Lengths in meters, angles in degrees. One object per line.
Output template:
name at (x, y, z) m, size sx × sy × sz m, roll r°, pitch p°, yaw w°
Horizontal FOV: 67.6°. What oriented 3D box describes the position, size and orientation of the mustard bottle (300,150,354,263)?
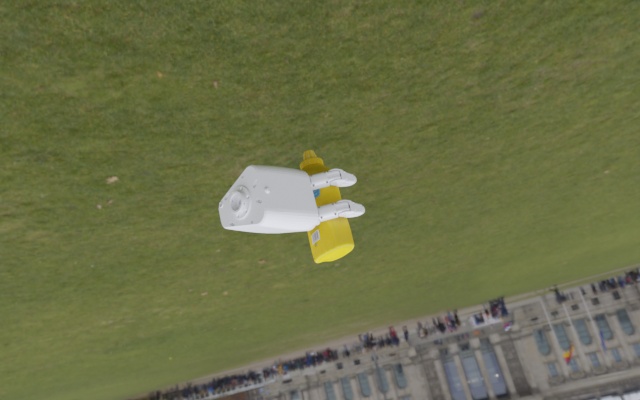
mustard bottle at (0.000, 0.003, 0.809) m, size 0.058 × 0.191 × 0.096 m, roll -6°, pitch -20°, yaw -25°
